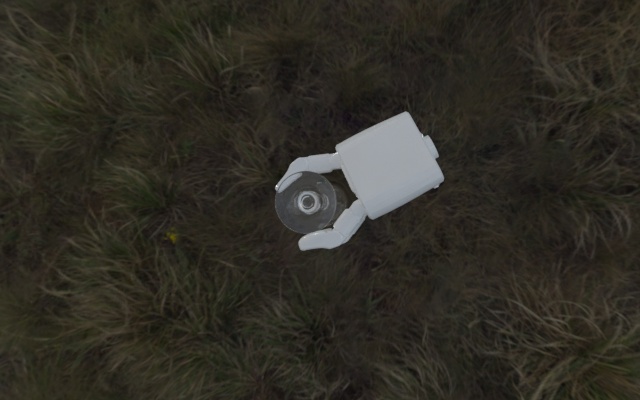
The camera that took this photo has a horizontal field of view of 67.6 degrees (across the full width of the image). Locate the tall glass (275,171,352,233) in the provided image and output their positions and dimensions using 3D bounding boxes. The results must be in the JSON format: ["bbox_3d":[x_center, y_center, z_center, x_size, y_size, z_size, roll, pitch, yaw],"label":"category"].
[{"bbox_3d":[0.000,0.002,0.661,0.079,0.079,0.201,0,0,10],"label":"tall glass"}]
